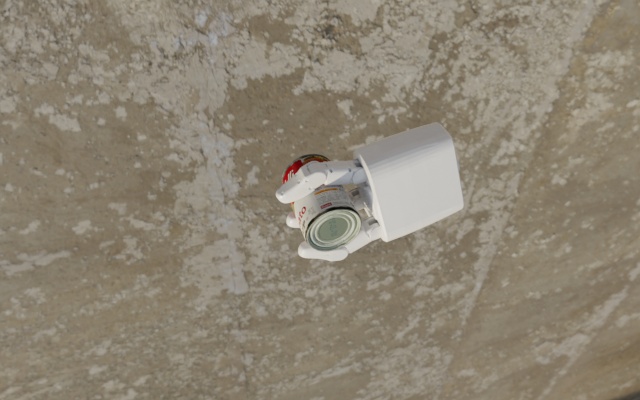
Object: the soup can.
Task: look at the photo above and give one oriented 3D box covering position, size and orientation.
[{"bbox_3d":[0.000,0.002,0.560,0.068,0.068,0.102,0,40,-23],"label":"soup can"}]
